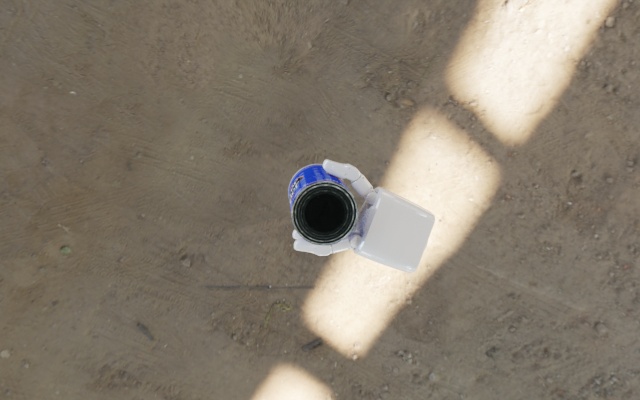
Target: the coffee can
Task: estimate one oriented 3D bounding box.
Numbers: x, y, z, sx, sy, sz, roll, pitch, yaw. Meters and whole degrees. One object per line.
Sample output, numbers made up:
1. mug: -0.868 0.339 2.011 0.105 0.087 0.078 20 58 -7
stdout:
1. coffee can: 0.000 0.002 0.785 0.103 0.103 0.140 0 15 -5
